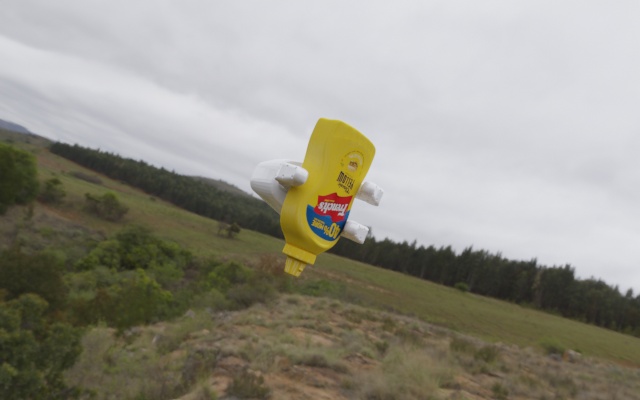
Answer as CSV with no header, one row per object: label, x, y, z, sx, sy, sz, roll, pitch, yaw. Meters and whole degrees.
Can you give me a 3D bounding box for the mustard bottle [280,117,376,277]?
mustard bottle,0.000,0.002,0.590,0.058,0.191,0.096,18,-8,40
